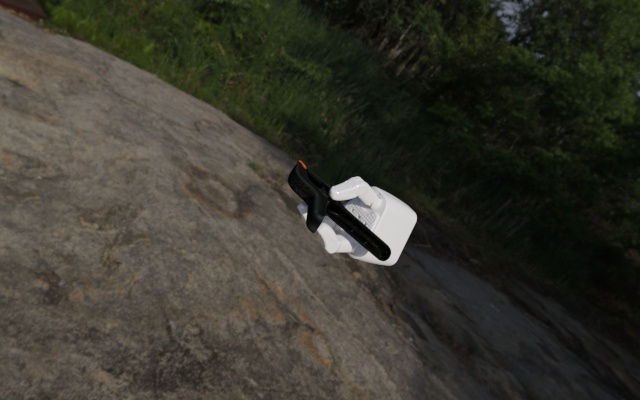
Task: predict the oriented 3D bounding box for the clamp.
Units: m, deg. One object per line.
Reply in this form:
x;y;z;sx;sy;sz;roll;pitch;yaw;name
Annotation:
0.000;0.001;0.701;0.164;0.036;0.210;24;19;-49;clamp
